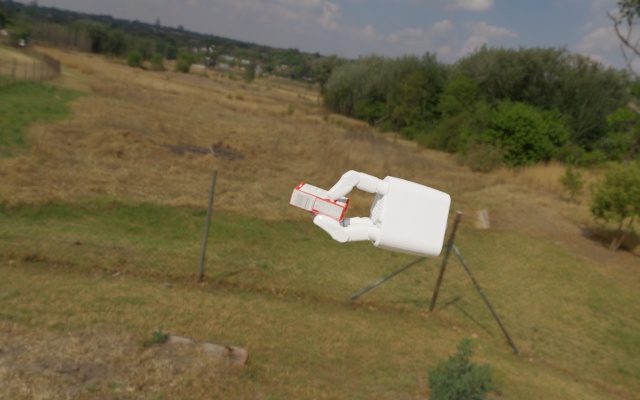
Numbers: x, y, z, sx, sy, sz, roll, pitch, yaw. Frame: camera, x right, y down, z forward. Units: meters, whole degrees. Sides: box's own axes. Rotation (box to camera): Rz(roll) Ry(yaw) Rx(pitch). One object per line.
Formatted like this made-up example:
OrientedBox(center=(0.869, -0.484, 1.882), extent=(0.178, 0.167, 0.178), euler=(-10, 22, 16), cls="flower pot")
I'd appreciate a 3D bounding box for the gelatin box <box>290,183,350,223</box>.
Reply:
OrientedBox(center=(0.000, 0.002, 0.784), extent=(0.089, 0.030, 0.073), euler=(20, 13, 4), cls="gelatin box")
